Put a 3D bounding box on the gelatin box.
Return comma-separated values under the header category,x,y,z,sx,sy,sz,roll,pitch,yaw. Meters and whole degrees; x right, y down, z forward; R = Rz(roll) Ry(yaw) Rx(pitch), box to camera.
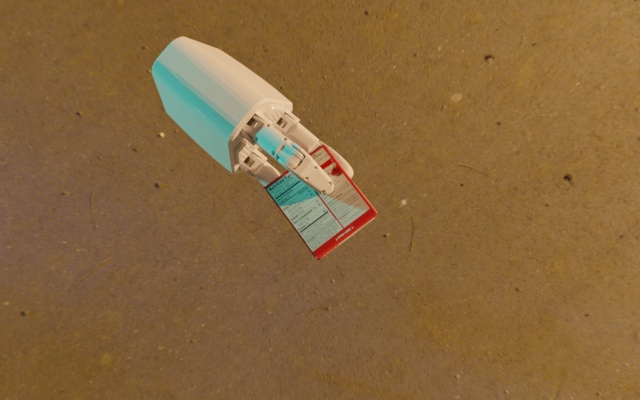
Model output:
category,x,y,z,sx,sy,sz,roll,pitch,yaw
gelatin box,0.000,0.002,0.467,0.073,0.089,0.030,-37,-10,-2
